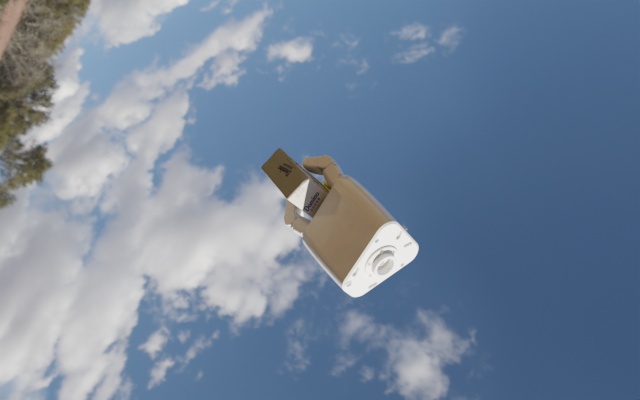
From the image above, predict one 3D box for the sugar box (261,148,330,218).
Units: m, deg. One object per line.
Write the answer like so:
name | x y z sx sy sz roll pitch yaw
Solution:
sugar box | 0.001 0.002 0.690 0.176 0.048 0.093 42 3 -44
